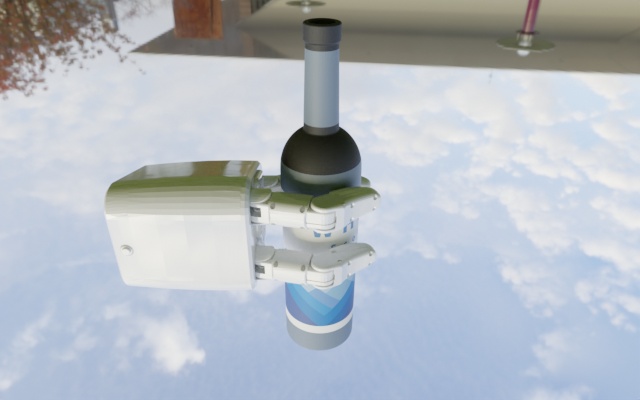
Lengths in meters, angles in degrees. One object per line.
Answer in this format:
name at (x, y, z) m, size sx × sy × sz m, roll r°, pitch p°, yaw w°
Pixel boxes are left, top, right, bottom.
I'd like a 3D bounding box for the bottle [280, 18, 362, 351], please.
bottle at (0.000, 0.002, 0.408) m, size 0.069 × 0.296 × 0.069 m, roll 0°, pitch 32°, yaw 0°
